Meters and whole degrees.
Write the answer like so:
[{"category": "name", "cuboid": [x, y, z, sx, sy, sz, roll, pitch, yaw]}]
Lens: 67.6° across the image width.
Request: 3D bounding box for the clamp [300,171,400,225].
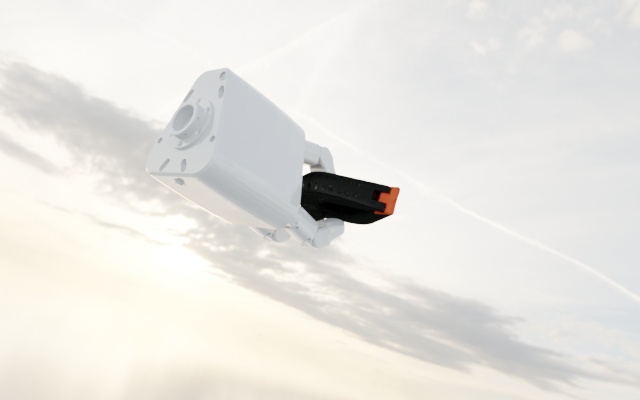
[{"category": "clamp", "cuboid": [0.001, 0.001, 0.523, 0.210, 0.036, 0.165, 5, -20, 39]}]
